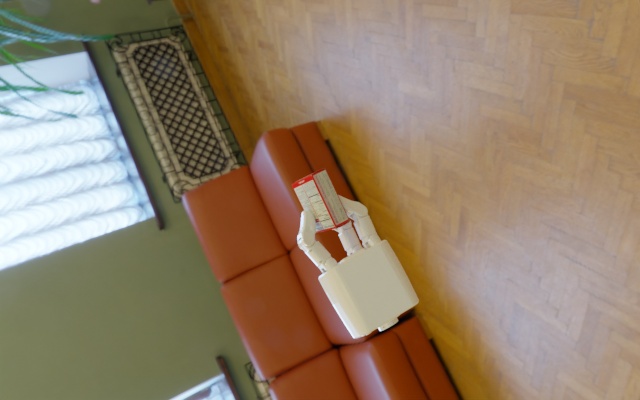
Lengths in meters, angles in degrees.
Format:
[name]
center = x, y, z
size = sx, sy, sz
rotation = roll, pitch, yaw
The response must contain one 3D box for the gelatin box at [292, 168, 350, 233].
[gelatin box]
center = 0.000, 0.002, 0.724
size = 0.030, 0.089, 0.073
rotation = -28, 3, -28
